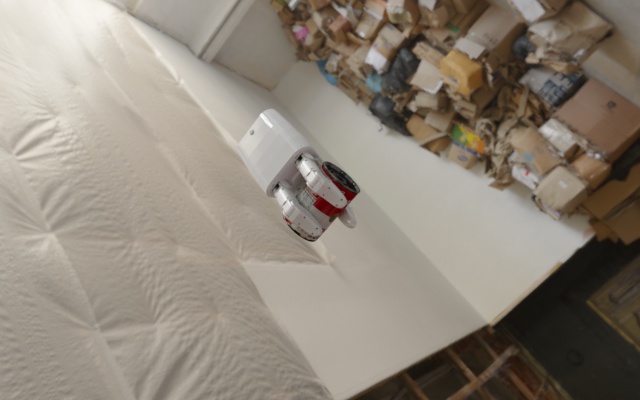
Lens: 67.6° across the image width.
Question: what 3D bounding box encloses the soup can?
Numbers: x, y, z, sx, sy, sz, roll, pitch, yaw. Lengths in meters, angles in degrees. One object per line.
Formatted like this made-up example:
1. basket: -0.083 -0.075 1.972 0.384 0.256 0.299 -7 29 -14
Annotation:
1. soup can: 0.000 0.003 0.700 0.068 0.102 0.068 37 17 -13
